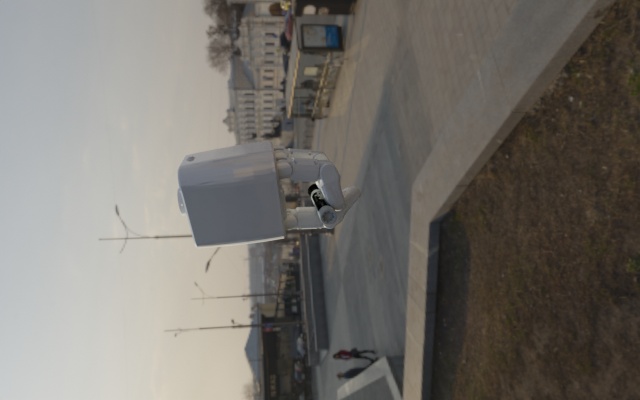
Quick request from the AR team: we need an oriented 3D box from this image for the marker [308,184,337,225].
[{"bbox_3d":[0.000,0.002,0.582,0.020,0.020,0.121,0,16,-9],"label":"marker"}]
